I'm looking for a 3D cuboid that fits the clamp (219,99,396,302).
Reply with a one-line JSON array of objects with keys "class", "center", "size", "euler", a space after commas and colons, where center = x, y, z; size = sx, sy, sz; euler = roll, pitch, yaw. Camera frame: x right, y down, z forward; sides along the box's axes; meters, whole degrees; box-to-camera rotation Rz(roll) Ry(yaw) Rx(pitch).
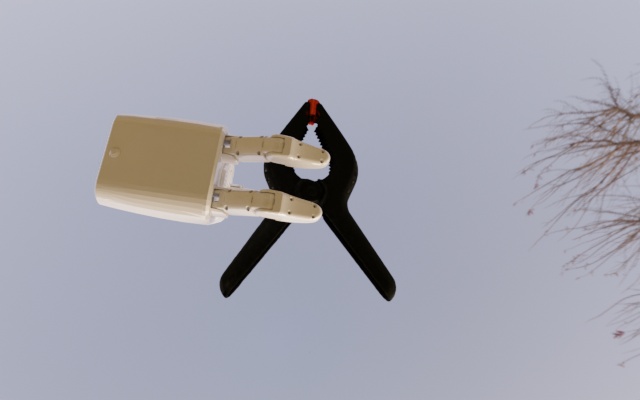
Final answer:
[{"class": "clamp", "center": [0.000, 0.001, 0.473], "size": [0.164, 0.210, 0.036], "euler": [9, -18, -5]}]
